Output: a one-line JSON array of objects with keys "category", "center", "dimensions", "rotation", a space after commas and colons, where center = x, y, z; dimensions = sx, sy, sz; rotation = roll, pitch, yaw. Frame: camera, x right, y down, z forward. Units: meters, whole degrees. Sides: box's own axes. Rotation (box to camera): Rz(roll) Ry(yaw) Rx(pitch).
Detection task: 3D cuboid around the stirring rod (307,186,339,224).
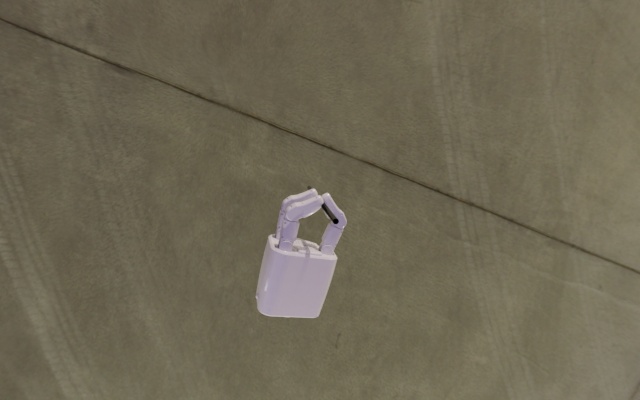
[{"category": "stirring rod", "center": [0.000, 0.002, 0.740], "dimensions": [0.011, 0.011, 0.239], "rotation": [0, 12, -10]}]
